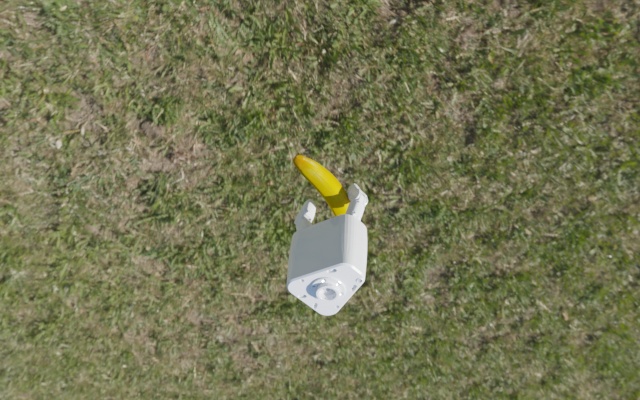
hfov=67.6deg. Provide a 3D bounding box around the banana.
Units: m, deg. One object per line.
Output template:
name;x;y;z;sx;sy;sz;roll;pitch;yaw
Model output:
banana;0.018;0.003;0.799;0.069;0.198;0.037;-8;37;24
